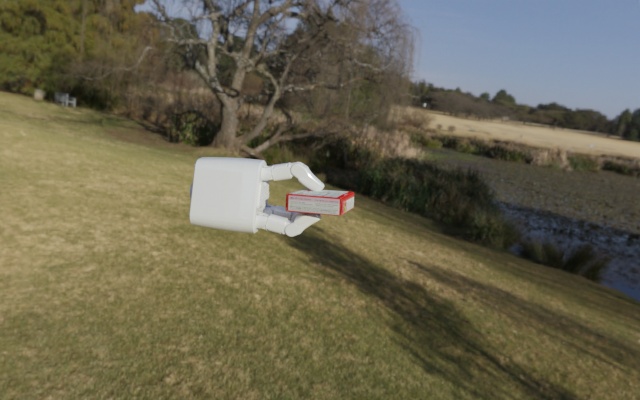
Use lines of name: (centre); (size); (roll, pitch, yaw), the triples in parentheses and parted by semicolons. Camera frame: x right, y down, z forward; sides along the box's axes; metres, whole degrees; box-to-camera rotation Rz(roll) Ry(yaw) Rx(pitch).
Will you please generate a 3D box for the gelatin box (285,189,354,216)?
gelatin box: (0.000, 0.002, 0.732); (0.089, 0.030, 0.073); (4, 9, 18)
